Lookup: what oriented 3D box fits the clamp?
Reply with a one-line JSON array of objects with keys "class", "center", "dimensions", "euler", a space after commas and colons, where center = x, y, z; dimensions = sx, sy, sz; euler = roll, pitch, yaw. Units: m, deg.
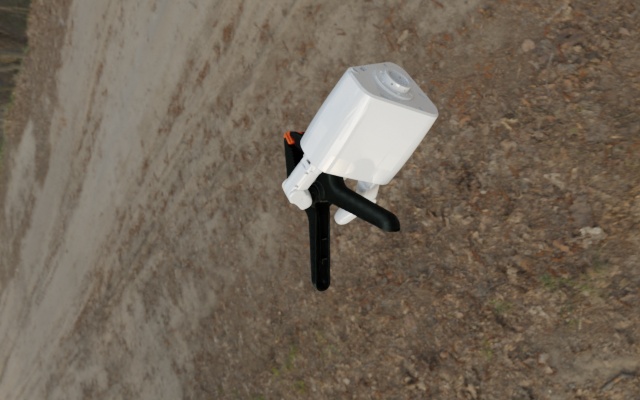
[{"class": "clamp", "center": [-0.001, 0.001, 0.614], "dimensions": [0.036, 0.210, 0.165], "euler": [-4, -38, -42]}]
